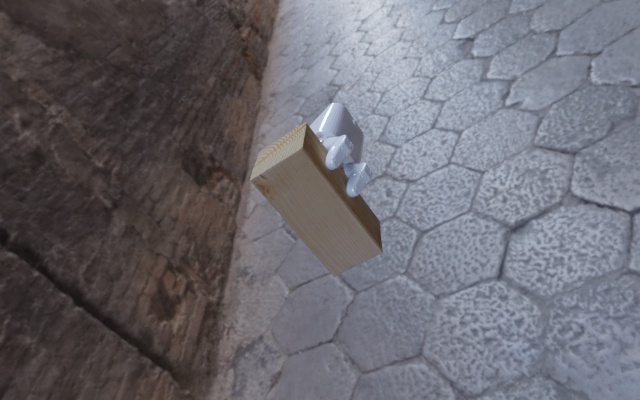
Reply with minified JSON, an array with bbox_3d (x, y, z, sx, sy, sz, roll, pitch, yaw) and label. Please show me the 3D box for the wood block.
[{"bbox_3d":[0.000,0.002,0.711,0.091,0.206,0.090,-29,27,20],"label":"wood block"}]
